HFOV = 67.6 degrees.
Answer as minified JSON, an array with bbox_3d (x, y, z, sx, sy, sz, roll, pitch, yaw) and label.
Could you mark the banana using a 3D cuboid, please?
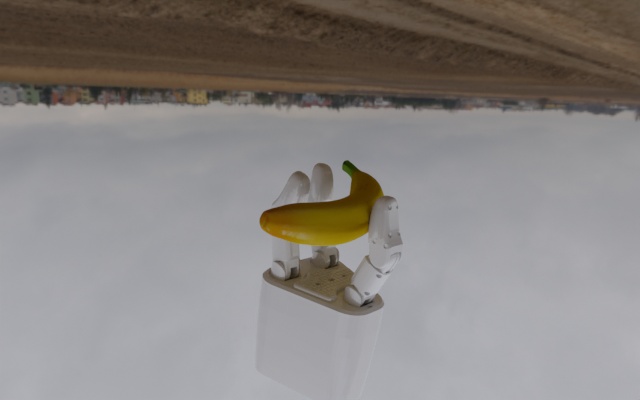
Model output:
[{"bbox_3d":[0.018,0.007,0.423,0.069,0.037,0.197,22,21,15],"label":"banana"}]
